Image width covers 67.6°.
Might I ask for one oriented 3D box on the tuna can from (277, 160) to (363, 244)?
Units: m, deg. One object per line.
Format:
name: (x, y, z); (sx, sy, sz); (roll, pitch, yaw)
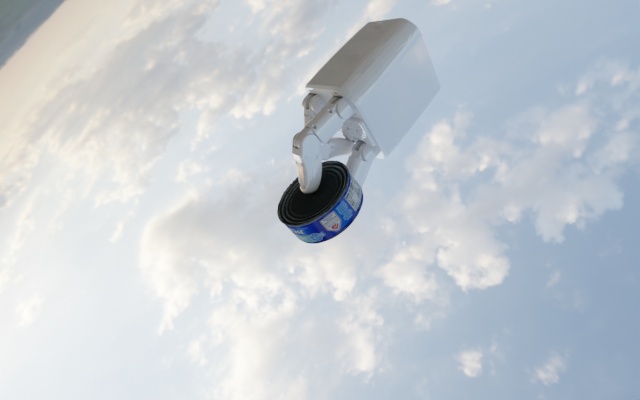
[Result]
tuna can: (0.000, 0.002, 0.487); (0.086, 0.086, 0.034); (0, -40, 45)
